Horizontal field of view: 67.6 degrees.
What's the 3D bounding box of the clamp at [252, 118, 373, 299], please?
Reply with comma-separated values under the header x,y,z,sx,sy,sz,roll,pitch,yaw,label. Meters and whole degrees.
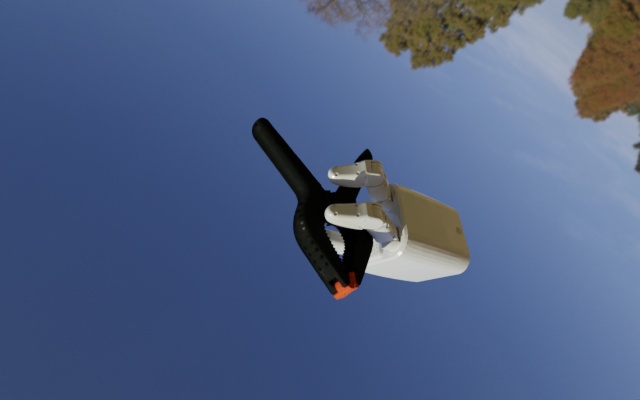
x,y,z,sx,sy,sz,roll,pitch,yaw,label
0.000,0.003,0.520,0.164,0.209,0.036,17,-41,-27,clamp
